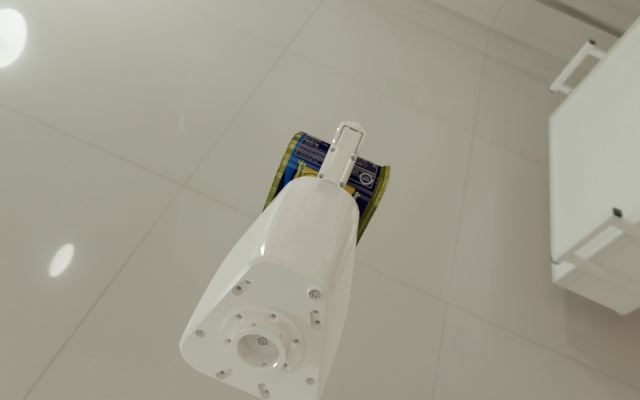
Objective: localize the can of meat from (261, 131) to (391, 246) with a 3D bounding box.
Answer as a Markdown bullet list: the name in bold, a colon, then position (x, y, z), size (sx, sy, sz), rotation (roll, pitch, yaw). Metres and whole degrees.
- **can of meat**: position (0.000, 0.001, 0.409), size (0.084, 0.102, 0.057), rotation (24, 31, -1)
